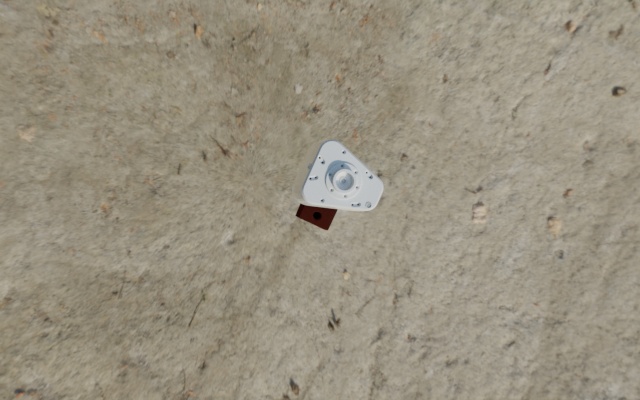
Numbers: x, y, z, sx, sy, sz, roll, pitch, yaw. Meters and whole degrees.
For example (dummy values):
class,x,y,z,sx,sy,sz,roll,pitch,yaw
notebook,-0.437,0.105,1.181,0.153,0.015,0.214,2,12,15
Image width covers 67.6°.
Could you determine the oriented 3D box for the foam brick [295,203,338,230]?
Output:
class,x,y,z,sx,sy,sz,roll,pitch,yaw
foam brick,0.000,0.003,0.766,0.053,0.078,0.051,24,-1,-9
